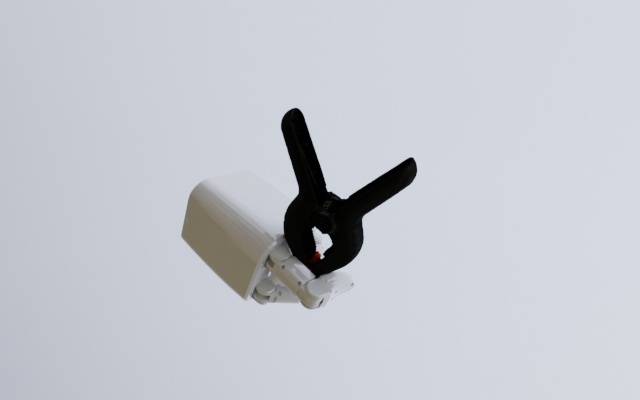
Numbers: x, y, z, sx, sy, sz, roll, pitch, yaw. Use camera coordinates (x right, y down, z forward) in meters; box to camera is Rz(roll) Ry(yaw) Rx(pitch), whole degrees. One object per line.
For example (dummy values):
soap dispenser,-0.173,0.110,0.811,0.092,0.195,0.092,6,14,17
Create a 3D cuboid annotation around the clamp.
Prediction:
clamp,0.000,0.001,0.432,0.120,0.172,0.039,36,38,12
